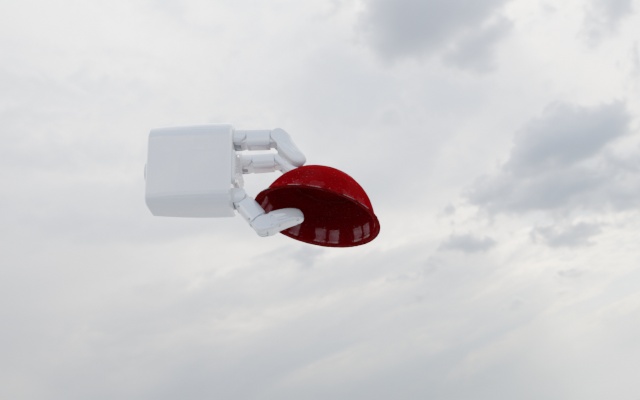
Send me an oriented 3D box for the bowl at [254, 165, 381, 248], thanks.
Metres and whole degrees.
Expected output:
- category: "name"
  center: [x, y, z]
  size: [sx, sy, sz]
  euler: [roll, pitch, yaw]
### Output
- category: "bowl"
  center: [0.001, 0.002, 0.608]
  size: [0.162, 0.055, 0.162]
  euler: [11, -28, 6]
